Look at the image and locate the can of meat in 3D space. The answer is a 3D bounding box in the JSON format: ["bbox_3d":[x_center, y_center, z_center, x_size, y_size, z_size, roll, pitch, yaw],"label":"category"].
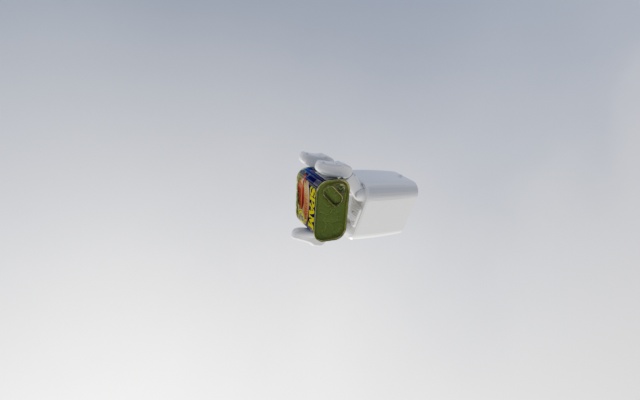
[{"bbox_3d":[0.000,0.002,0.767,0.057,0.102,0.084,-6,23,-25],"label":"can of meat"}]
